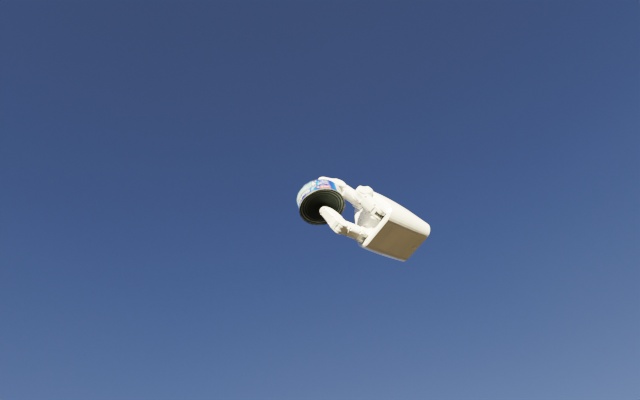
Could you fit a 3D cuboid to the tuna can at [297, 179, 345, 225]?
[{"bbox_3d":[0.000,0.002,0.877,0.086,0.086,0.033,0,39,-15],"label":"tuna can"}]
